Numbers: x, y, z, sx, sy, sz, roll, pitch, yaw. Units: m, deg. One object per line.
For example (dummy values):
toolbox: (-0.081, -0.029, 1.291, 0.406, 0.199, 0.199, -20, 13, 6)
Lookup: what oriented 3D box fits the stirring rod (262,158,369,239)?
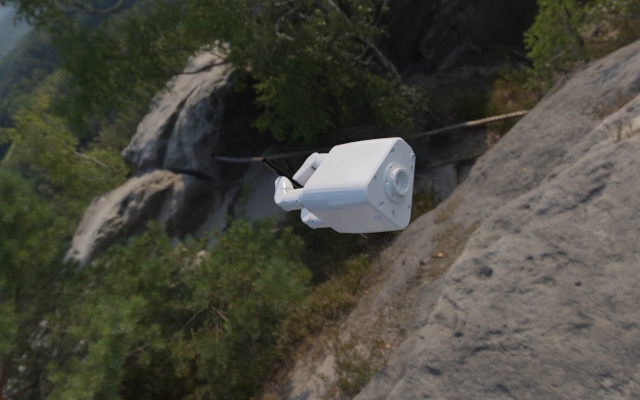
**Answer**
stirring rod: (0.000, 0.002, 0.731, 0.011, 0.011, 0.240, 0, -29, 48)
